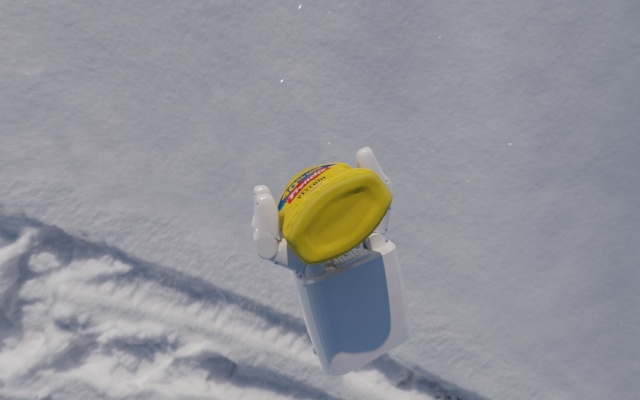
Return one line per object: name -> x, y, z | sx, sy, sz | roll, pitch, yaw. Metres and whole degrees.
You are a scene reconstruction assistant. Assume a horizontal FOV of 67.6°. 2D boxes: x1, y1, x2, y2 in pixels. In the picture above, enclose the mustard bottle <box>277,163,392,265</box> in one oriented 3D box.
mustard bottle -> 0.000, 0.001, 0.484 | 0.096, 0.058, 0.191 | -40, 13, -3
